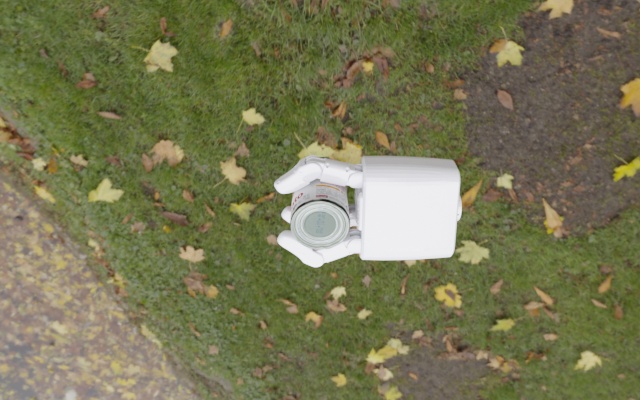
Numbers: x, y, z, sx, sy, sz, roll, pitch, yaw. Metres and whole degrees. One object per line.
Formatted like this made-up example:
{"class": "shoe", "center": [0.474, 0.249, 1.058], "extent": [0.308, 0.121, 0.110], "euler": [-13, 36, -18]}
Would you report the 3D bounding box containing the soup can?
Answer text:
{"class": "soup can", "center": [0.000, 0.002, 0.559], "extent": [0.068, 0.068, 0.102], "euler": [0, 32, 0]}
